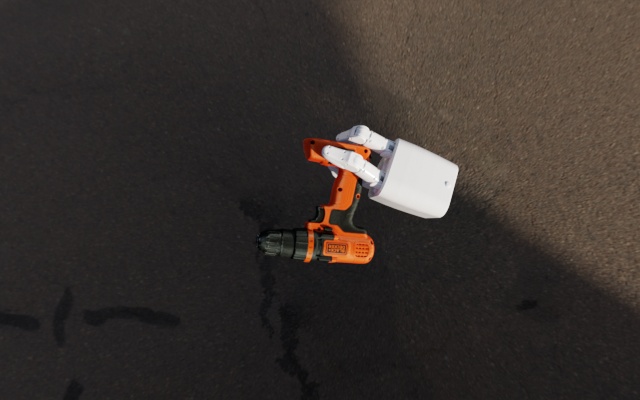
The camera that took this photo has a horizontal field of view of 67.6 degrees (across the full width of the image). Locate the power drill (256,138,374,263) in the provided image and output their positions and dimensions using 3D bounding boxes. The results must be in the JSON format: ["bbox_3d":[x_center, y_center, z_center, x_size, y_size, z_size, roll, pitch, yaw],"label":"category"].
[{"bbox_3d":[0.000,0.002,0.734,0.184,0.187,0.057,6,2,-17],"label":"power drill"}]
